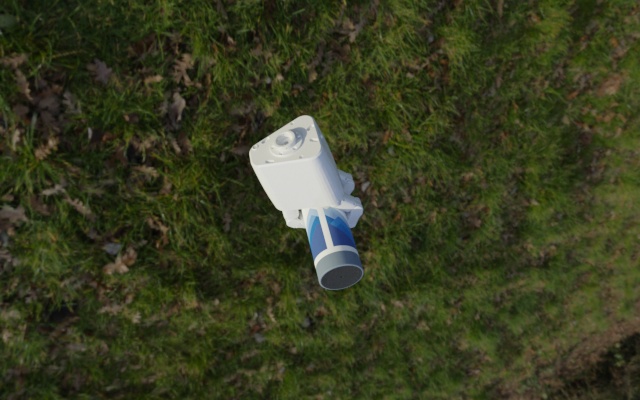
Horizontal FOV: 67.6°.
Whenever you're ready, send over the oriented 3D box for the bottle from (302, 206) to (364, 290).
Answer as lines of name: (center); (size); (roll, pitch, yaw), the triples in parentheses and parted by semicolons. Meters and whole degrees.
bottle: (0.000, 0.003, 0.784); (0.069, 0.295, 0.069); (-9, -40, -8)
